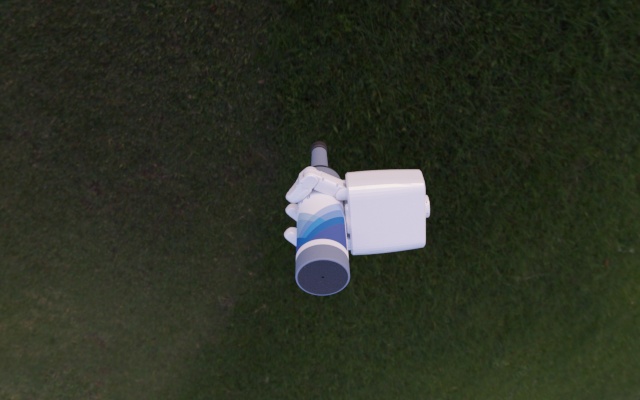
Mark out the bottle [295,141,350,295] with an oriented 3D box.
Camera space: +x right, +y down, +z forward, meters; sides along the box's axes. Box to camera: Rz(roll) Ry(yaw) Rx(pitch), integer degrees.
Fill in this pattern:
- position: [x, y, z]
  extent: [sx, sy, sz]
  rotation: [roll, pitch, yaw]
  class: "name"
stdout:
- position: [0.000, 0.002, 0.693]
  extent: [0.069, 0.069, 0.295]
  rotation: [0, 39, -1]
  class: "bottle"
